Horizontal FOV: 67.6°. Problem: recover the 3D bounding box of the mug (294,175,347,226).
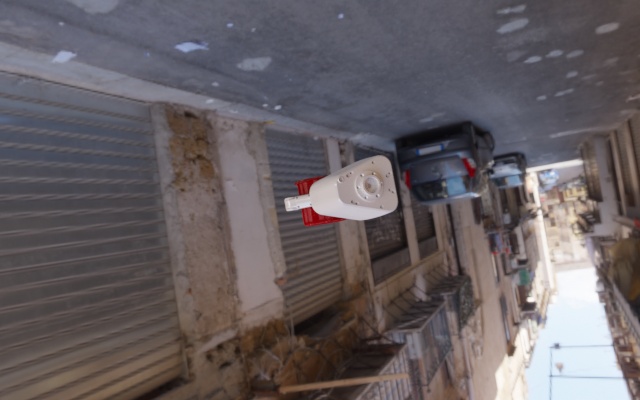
[{"bbox_3d":[0.000,0.003,0.882,0.093,0.081,0.117,-8,-4,-21],"label":"mug"}]
